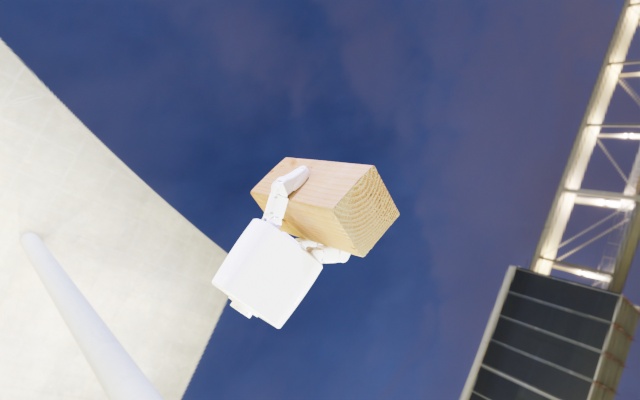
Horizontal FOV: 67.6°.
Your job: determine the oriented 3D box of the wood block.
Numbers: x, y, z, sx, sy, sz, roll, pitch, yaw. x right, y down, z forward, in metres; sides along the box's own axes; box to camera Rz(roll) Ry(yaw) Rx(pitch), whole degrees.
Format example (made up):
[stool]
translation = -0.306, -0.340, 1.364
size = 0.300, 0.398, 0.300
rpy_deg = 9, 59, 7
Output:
[wood block]
translation = 0.000, 0.002, 0.702
size = 0.090, 0.091, 0.206
rpy_deg = -46, 32, -23
